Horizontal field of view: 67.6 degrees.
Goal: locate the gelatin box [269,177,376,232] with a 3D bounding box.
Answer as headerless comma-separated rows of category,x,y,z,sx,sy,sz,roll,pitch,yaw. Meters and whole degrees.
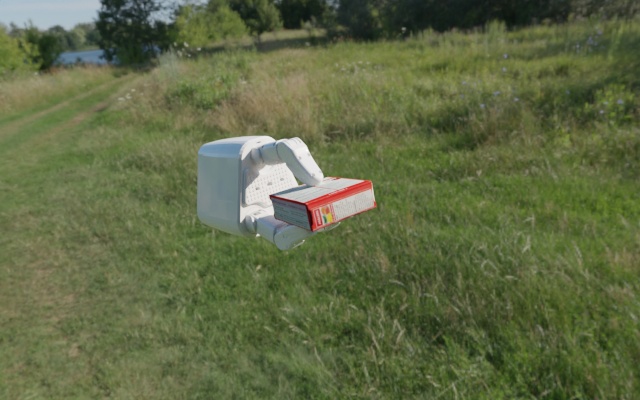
gelatin box,0.000,0.001,0.475,0.073,0.030,0.089,-19,14,-26
